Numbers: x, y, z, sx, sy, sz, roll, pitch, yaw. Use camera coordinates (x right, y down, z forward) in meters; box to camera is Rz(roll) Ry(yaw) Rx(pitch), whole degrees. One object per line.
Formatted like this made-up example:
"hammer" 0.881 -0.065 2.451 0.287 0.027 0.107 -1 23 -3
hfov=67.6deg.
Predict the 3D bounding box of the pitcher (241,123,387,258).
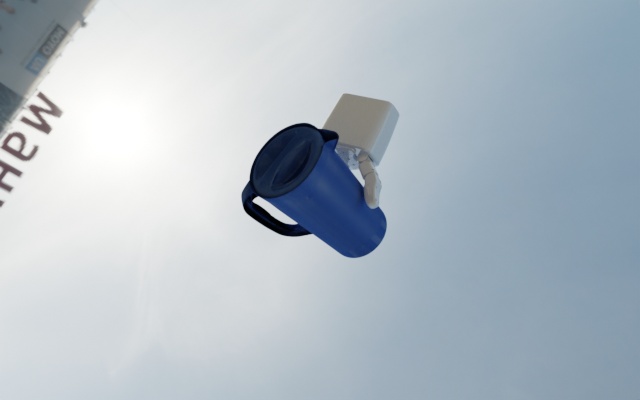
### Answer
"pitcher" 0.000 0.002 0.774 0.149 0.145 0.243 7 -26 41
